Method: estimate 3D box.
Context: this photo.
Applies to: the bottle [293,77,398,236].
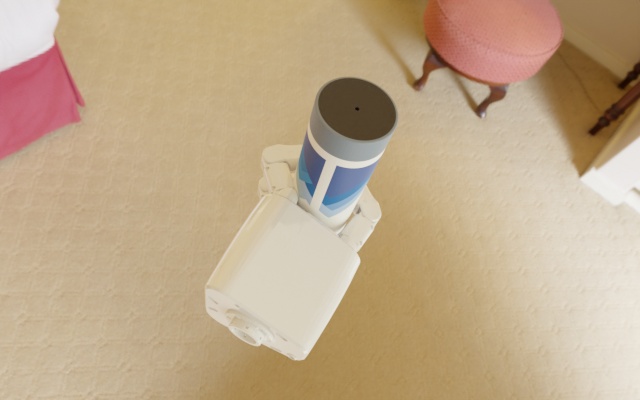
[{"bbox_3d":[0.000,0.001,0.491,0.069,0.069,0.296,0,-29,-13],"label":"bottle"}]
